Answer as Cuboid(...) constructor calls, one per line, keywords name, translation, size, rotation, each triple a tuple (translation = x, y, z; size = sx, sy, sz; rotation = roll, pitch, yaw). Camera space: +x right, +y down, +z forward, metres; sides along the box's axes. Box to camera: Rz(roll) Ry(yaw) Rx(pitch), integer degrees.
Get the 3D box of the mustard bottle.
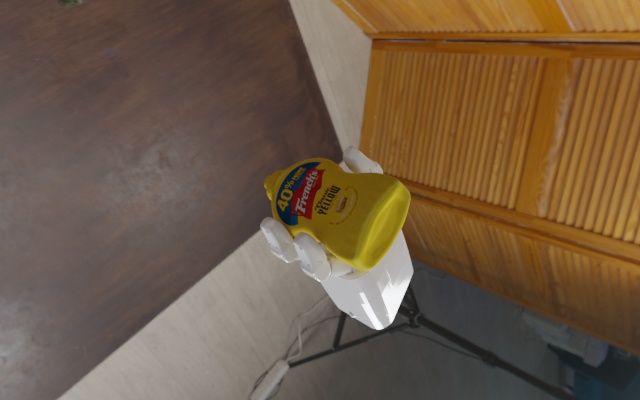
Cuboid(name="mustard bottle", translation=(0.000, 0.002, 0.529), size=(0.191, 0.096, 0.058), rotation=(21, -11, 45))
